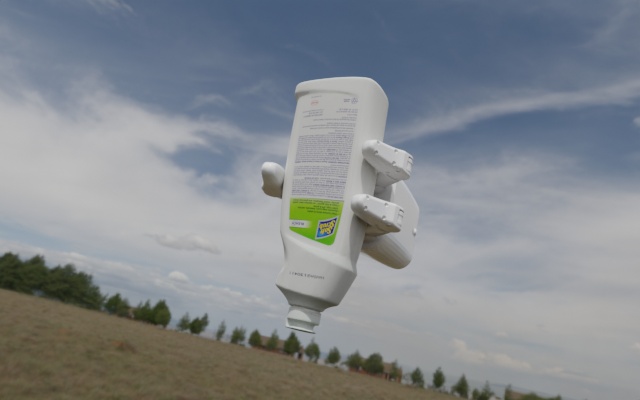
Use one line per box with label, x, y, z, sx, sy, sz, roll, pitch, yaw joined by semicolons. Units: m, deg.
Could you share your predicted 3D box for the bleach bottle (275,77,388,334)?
bleach bottle;0.000;0.002;0.476;0.102;0.250;0.068;2;-20;30
